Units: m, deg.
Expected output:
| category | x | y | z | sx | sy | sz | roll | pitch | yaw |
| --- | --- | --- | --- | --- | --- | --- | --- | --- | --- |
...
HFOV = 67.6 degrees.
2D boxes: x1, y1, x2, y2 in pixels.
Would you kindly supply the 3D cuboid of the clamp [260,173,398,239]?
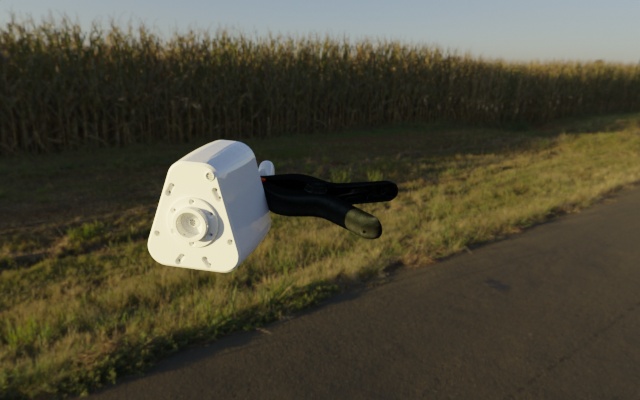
| category | x | y | z | sx | sy | sz | roll | pitch | yaw |
| --- | --- | --- | --- | --- | --- | --- | --- | --- | --- |
| clamp | 0.000 | 0.001 | 0.530 | 0.171 | 0.039 | 0.120 | 3 | 19 | 7 |
